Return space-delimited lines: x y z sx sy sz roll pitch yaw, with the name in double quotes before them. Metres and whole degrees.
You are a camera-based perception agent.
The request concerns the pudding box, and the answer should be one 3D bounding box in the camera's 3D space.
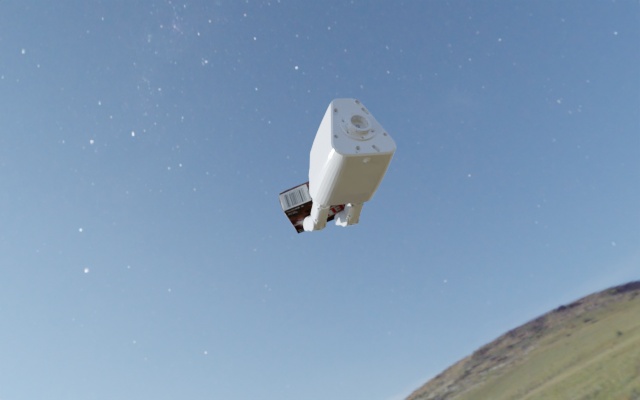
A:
"pudding box" 0.000 0.002 0.754 0.113 0.039 0.090 -20 -30 3
